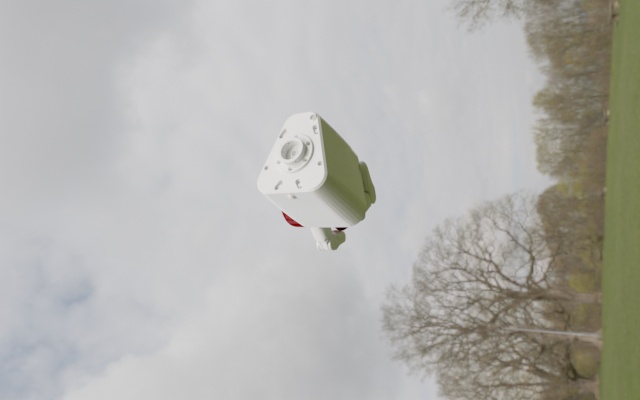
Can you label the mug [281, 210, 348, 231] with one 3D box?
[{"bbox_3d":[0.001,0.003,0.702,0.081,0.093,0.117,-2,-24,28],"label":"mug"}]
